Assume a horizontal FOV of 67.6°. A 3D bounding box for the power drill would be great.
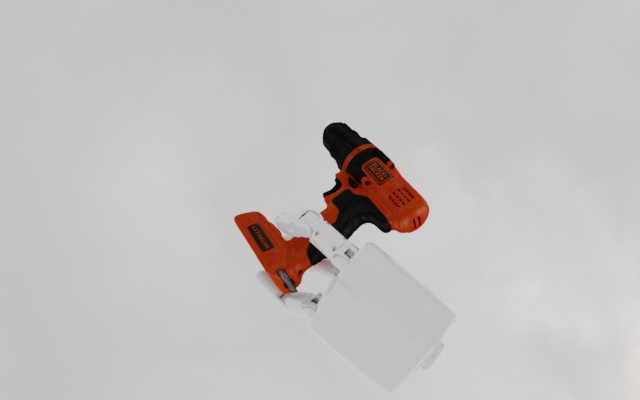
[{"bbox_3d":[0.000,0.002,0.543,0.187,0.184,0.057,-34,-40,-6],"label":"power drill"}]
